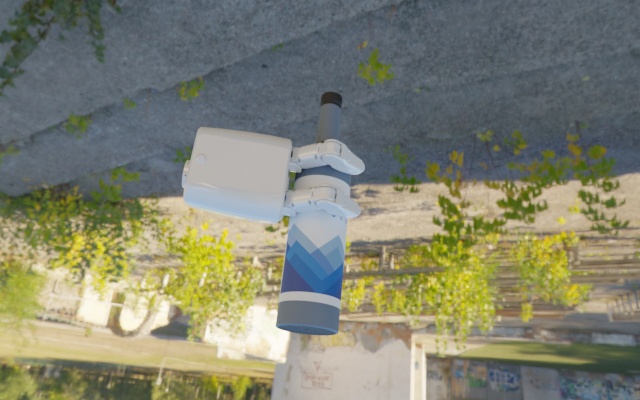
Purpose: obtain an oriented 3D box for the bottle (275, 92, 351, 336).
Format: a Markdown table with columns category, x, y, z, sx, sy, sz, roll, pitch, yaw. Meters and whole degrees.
| category | x | y | z | sx | sy | sz | roll | pitch | yaw |
| --- | --- | --- | --- | --- | --- | --- | --- | --- | --- |
| bottle | 0.000 | 0.002 | 0.558 | 0.069 | 0.295 | 0.069 | 5 | -23 | 2 |
